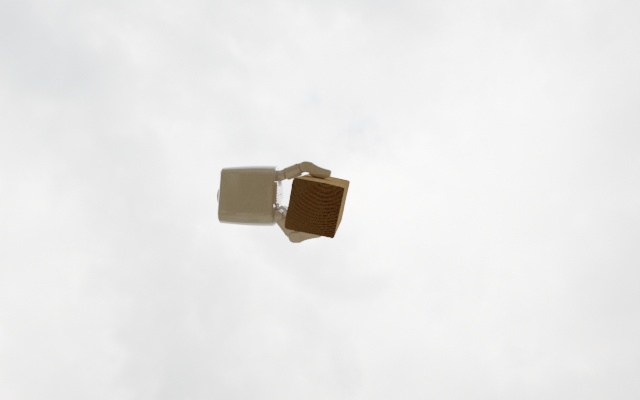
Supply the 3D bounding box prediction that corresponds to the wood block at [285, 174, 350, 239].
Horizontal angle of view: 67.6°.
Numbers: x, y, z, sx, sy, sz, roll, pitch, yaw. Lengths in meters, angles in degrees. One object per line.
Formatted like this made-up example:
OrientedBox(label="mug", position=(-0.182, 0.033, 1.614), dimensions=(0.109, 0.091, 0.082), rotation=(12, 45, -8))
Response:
OrientedBox(label="wood block", position=(0.000, 0.003, 0.898), dimensions=(0.090, 0.091, 0.206), rotation=(11, 7, 5))
